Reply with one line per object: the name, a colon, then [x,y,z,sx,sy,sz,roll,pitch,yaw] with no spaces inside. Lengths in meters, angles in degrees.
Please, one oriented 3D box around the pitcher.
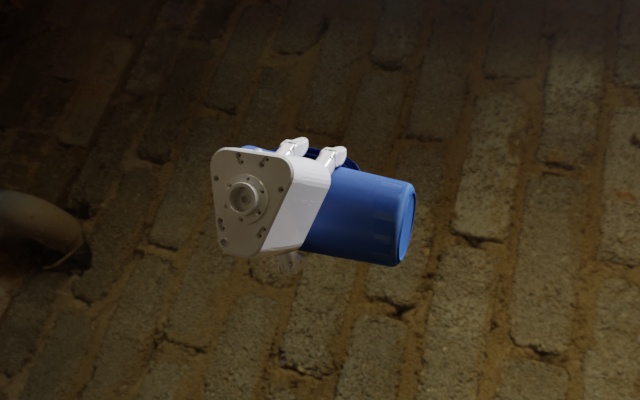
pitcher: [0.000,0.002,0.639,0.243,0.149,0.145,11,2,19]
